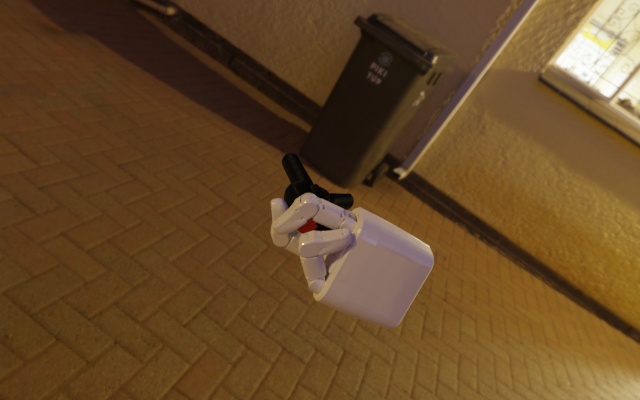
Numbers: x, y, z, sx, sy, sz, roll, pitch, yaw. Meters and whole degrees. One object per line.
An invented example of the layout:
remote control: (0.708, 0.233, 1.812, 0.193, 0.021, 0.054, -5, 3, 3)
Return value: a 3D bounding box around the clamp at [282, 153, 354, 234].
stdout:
clamp: (0.000, 0.002, 0.625, 0.120, 0.039, 0.171, 27, 25, -16)
